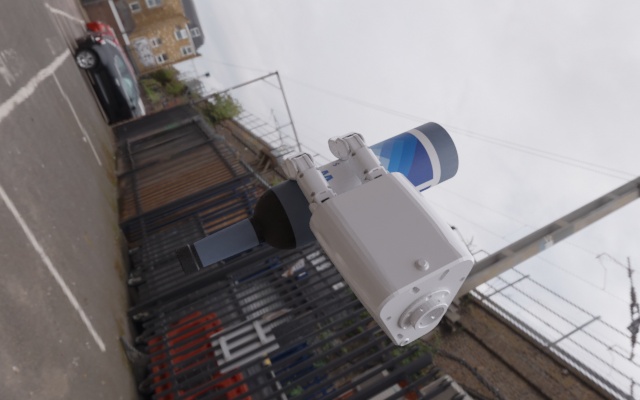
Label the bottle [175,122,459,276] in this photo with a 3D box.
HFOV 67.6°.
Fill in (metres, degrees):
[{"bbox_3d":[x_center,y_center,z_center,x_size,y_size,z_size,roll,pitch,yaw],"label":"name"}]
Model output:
[{"bbox_3d":[0.000,0.001,0.482,0.295,0.069,0.069,-23,7,-16],"label":"bottle"}]
